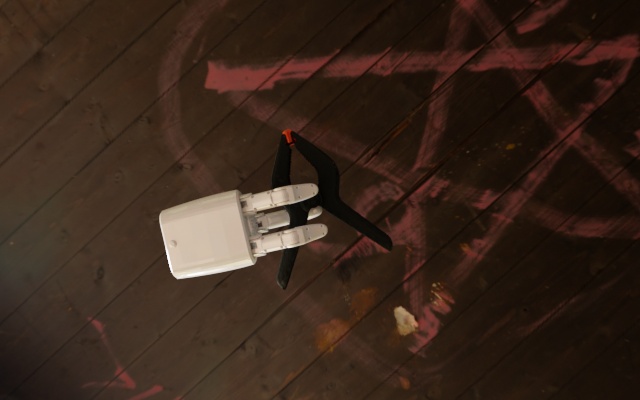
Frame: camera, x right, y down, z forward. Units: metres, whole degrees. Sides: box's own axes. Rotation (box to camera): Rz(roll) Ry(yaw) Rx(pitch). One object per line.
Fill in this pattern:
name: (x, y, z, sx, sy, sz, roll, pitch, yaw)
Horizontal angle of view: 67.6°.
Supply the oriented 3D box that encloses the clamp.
clamp: (0.000, 0.002, 0.651, 0.164, 0.210, 0.036, -13, -1, 0)
